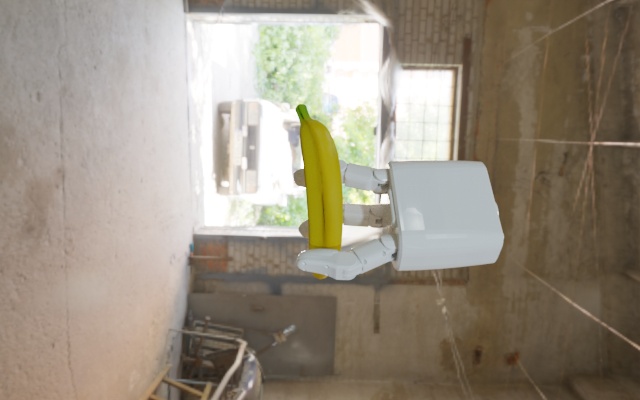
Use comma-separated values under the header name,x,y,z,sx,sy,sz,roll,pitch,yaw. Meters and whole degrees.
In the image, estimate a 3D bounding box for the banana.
name,x,y,z,sx,sy,sz,roll,pitch,yaw
banana,0.002,0.005,0.487,0.037,0.198,0.069,-6,21,-6
